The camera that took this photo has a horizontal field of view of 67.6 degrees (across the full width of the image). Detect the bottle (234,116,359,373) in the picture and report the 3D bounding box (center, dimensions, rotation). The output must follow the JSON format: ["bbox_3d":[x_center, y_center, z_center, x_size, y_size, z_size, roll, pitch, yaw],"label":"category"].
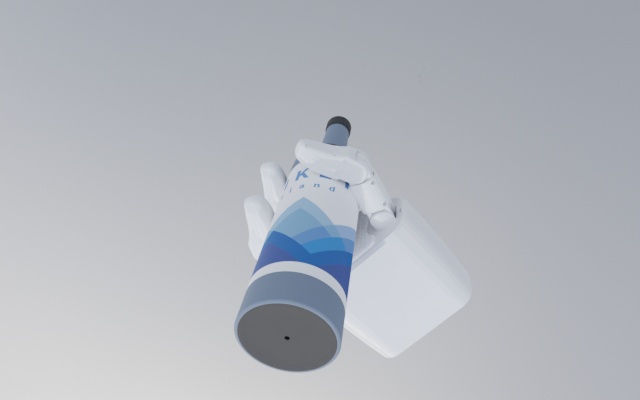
[{"bbox_3d":[0.000,0.001,0.408,0.069,0.069,0.295,0,34,10],"label":"bottle"}]
